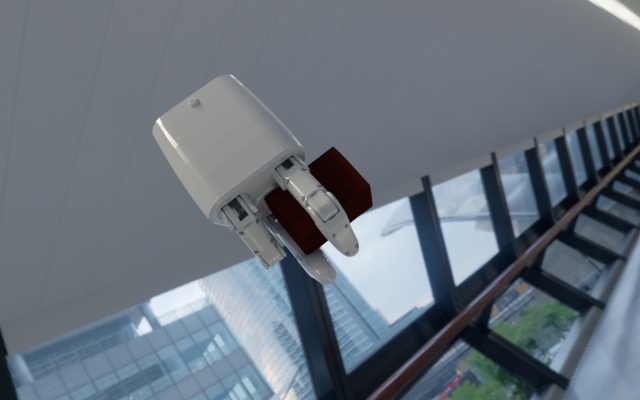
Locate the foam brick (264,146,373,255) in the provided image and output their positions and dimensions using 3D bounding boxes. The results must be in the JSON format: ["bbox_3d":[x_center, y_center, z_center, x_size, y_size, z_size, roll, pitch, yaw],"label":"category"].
[{"bbox_3d":[0.000,0.001,0.421,0.078,0.051,0.053,-37,-21,-8],"label":"foam brick"}]
